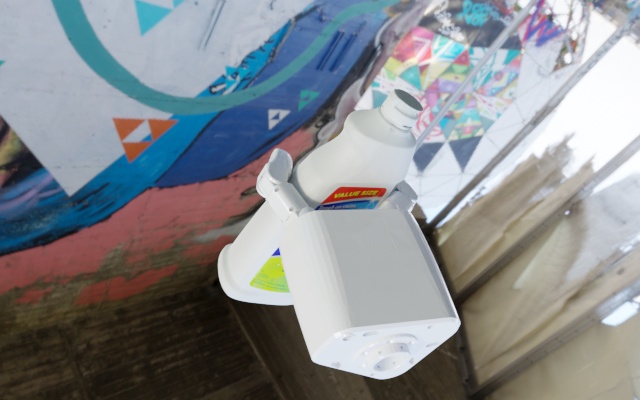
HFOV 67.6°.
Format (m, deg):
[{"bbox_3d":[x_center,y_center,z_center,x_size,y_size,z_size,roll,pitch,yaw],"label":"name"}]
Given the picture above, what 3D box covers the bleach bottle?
[{"bbox_3d":[0.000,0.001,0.445,0.102,0.068,0.251,14,-51,-31],"label":"bleach bottle"}]
